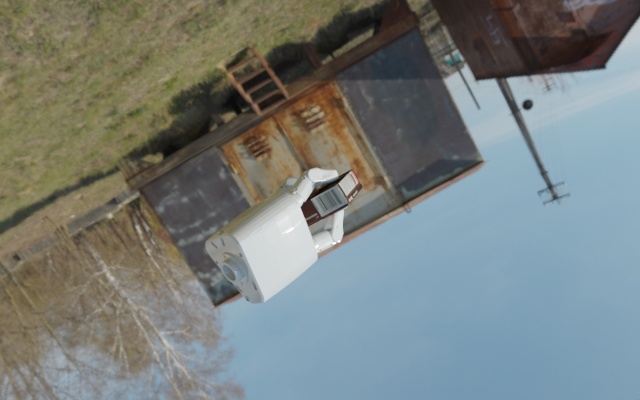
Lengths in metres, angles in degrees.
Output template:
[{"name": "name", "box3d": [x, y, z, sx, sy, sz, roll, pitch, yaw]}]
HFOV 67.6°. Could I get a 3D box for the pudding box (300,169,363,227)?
[{"name": "pudding box", "box3d": [0.000, 0.003, 0.716, 0.113, 0.039, 0.090, -26, 9, 24]}]
